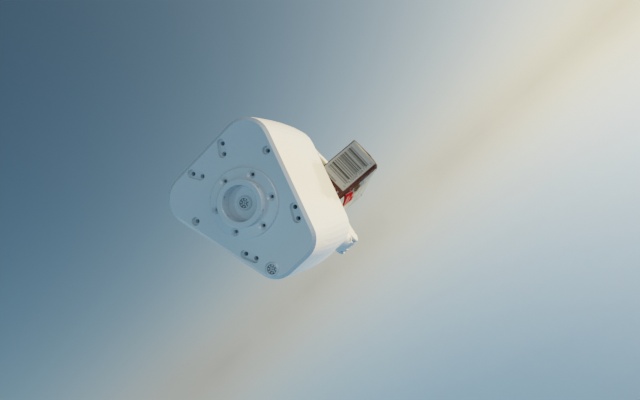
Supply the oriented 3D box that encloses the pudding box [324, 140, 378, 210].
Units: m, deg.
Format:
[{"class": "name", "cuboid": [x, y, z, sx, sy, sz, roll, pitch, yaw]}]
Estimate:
[{"class": "pudding box", "cuboid": [0.000, 0.002, 0.483, 0.113, 0.039, 0.090, -39, -10, -17]}]
